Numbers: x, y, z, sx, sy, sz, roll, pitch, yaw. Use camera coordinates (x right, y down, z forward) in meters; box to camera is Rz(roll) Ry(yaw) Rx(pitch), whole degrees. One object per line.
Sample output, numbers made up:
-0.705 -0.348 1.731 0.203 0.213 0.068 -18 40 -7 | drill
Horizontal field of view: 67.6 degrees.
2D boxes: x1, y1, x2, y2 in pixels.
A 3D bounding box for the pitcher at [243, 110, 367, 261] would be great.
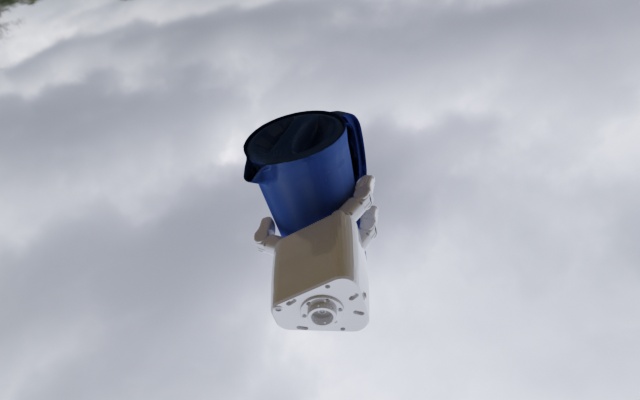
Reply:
0.000 0.002 0.668 0.149 0.243 0.145 -11 35 8 | pitcher
